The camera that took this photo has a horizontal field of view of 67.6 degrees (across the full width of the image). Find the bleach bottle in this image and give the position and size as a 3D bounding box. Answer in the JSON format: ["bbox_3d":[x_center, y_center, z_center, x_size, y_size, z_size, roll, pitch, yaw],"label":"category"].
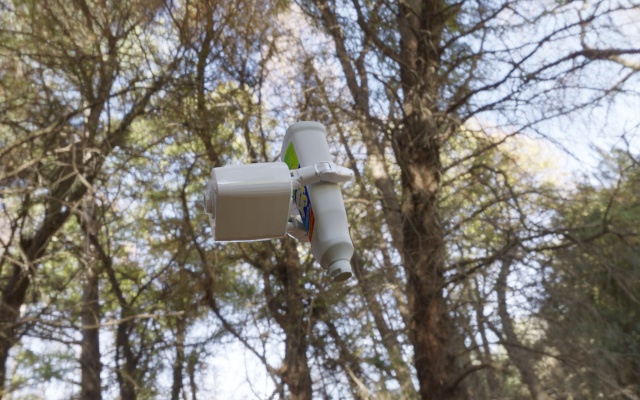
[{"bbox_3d":[0.000,0.002,0.727,0.068,0.250,0.103,-4,-36,-21],"label":"bleach bottle"}]
